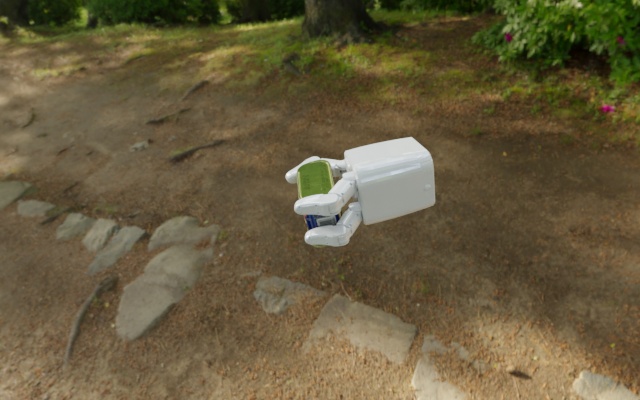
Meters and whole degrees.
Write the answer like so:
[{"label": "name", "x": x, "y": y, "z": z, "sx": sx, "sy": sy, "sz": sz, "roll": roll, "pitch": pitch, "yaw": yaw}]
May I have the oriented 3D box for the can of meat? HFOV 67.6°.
[{"label": "can of meat", "x": 0.000, "y": 0.002, "z": 0.695, "sx": 0.057, "sy": 0.084, "sz": 0.102, "roll": -12, "pitch": 39, "yaw": 2}]
